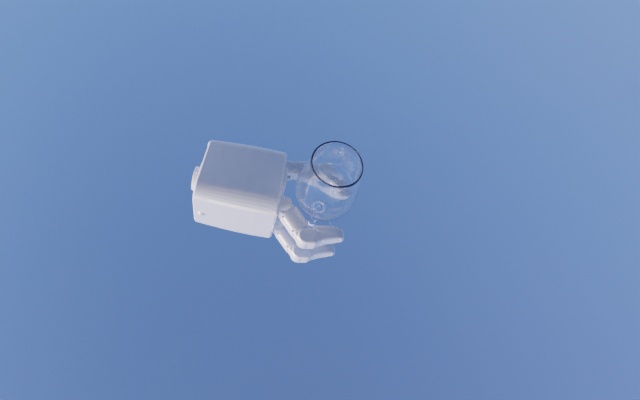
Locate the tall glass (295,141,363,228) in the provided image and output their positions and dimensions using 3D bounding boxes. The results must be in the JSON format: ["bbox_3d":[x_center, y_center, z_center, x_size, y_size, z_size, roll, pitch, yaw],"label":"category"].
[{"bbox_3d":[0.000,0.002,0.627,0.079,0.079,0.201,0,-26,-13],"label":"tall glass"}]
